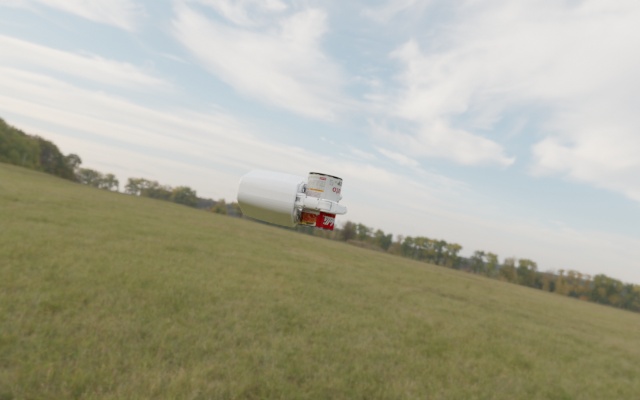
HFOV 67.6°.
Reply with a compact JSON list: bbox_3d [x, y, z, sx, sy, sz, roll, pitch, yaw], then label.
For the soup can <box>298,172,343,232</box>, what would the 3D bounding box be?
[{"bbox_3d":[0.001,0.003,0.899,0.068,0.102,0.068,11,-3,1],"label":"soup can"}]
